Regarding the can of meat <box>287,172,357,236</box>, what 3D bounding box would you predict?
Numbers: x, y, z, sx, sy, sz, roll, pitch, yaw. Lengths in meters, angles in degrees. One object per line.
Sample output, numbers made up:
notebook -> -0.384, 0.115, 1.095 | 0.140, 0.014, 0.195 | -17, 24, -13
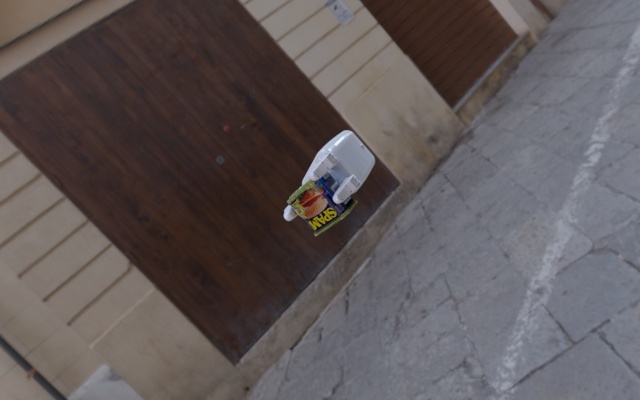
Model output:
can of meat -> 0.000, 0.003, 0.846 | 0.102, 0.084, 0.057 | -36, 9, 44
